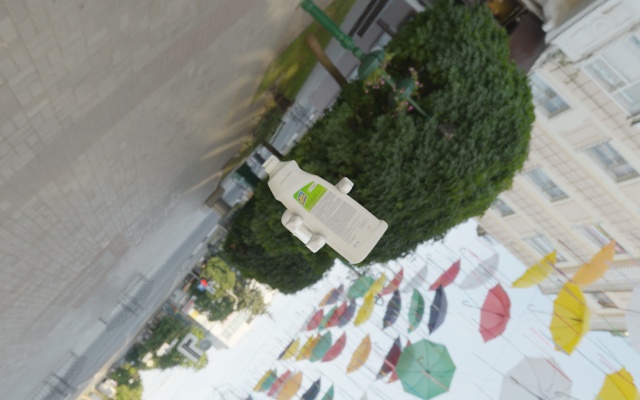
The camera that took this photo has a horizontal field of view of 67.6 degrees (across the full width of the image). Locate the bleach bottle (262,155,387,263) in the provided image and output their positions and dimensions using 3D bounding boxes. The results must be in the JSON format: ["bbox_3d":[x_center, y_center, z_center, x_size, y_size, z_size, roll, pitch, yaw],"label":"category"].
[{"bbox_3d":[0.000,0.003,0.893,0.251,0.102,0.068,41,-20,-6],"label":"bleach bottle"}]
